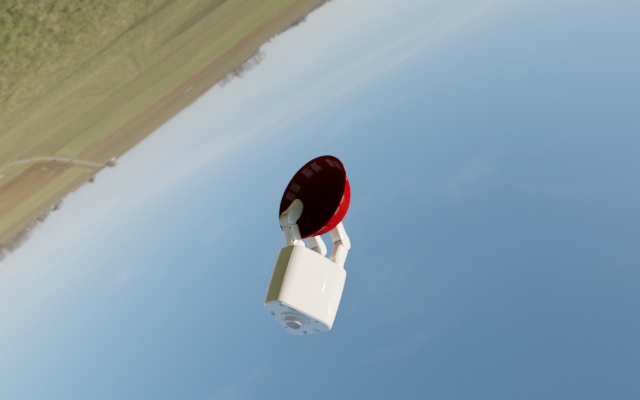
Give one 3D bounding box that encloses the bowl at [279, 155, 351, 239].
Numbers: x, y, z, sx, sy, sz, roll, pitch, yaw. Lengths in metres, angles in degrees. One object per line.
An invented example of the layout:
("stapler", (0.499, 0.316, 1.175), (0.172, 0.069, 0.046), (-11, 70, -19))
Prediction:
("bowl", (0.001, 0.002, 0.846), (0.055, 0.162, 0.162), (31, -20, -38))
